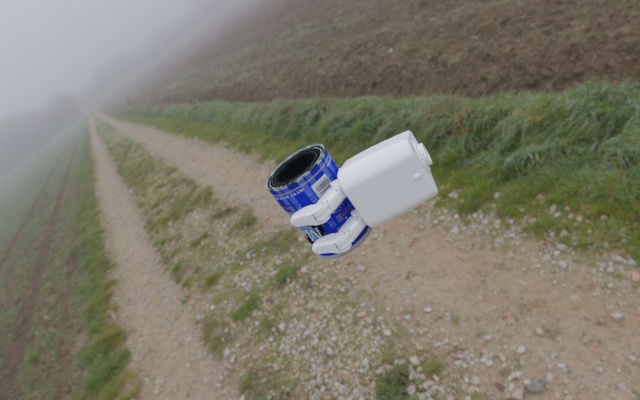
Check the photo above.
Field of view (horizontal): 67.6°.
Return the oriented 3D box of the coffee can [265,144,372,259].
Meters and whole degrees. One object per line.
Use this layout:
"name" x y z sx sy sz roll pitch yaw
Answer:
"coffee can" 0.000 0.002 0.708 0.103 0.140 0.102 -29 25 15
